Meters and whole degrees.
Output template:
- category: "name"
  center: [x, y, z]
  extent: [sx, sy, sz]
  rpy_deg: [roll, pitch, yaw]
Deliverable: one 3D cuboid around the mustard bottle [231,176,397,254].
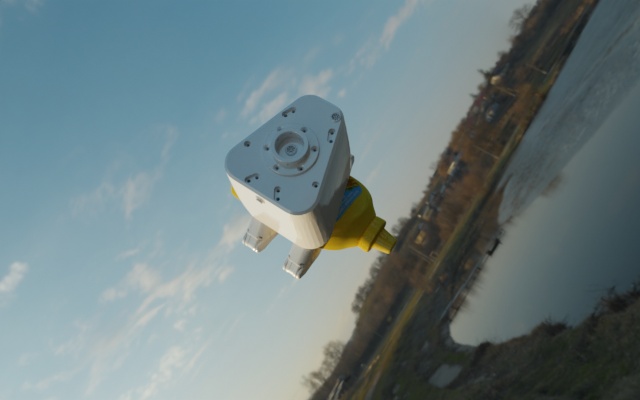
- category: "mustard bottle"
  center: [0.000, 0.002, 0.541]
  extent: [0.191, 0.058, 0.096]
  rpy_deg: [31, 52, 14]
